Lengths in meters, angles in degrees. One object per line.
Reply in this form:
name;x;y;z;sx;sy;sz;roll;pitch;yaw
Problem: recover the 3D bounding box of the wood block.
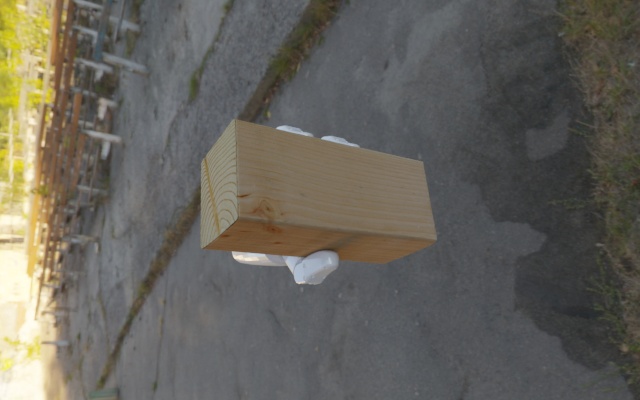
wood block;0.000;0.002;0.457;0.206;0.090;0.090;8;-25;-30
